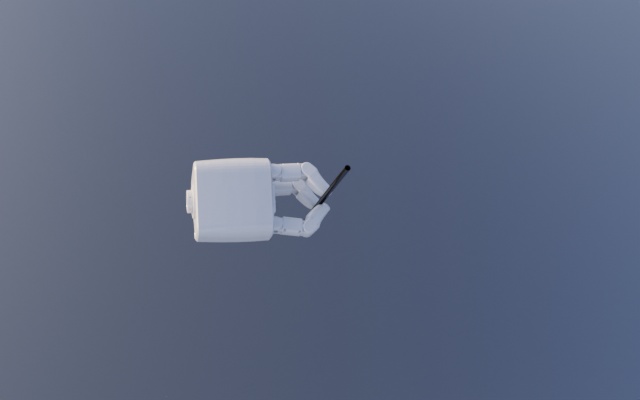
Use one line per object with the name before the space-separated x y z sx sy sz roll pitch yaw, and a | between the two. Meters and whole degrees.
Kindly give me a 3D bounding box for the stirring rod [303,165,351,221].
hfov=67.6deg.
stirring rod | 0.000 0.002 0.713 0.011 0.011 0.240 0 -21 -18
